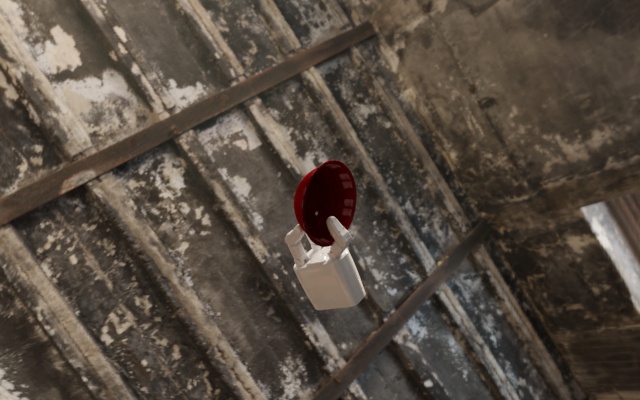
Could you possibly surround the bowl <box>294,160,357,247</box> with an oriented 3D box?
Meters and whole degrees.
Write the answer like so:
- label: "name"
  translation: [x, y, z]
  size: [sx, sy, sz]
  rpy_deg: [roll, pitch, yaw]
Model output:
- label: "bowl"
  translation: [0.000, 0.002, 0.893]
  size: [0.055, 0.162, 0.162]
  rpy_deg: [10, 6, 38]
